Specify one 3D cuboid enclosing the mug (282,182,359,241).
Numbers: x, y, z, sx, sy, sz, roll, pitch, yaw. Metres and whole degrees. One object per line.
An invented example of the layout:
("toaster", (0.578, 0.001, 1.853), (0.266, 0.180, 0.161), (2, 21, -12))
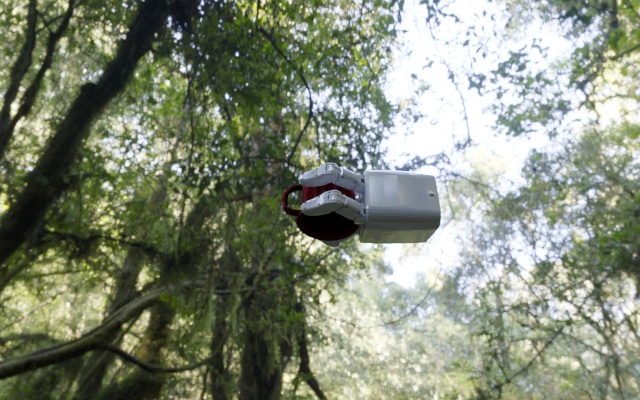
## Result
("mug", (-0.001, 0.002, 0.729), (0.117, 0.081, 0.093), (3, -38, -1))
